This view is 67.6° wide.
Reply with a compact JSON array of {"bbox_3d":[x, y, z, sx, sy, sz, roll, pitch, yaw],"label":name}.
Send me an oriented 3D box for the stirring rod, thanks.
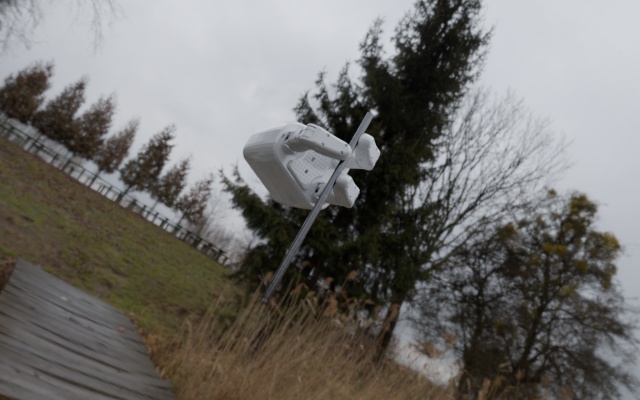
[{"bbox_3d":[0.000,0.002,0.517,0.011,0.239,0.011,27,-15,8],"label":"stirring rod"}]
